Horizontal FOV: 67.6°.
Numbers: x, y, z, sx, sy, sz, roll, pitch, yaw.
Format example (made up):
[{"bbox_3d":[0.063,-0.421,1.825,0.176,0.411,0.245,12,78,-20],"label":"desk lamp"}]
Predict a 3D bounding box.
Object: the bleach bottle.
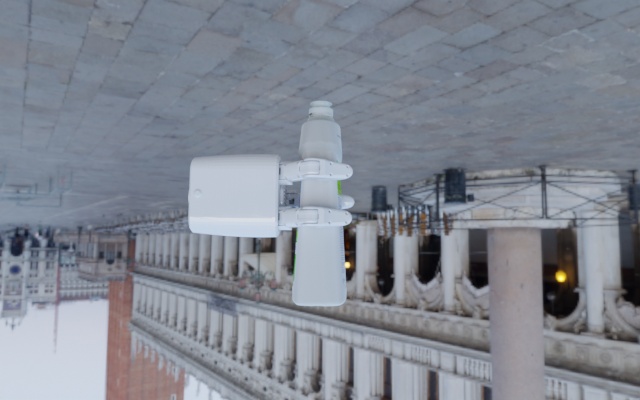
[{"bbox_3d":[0.000,0.002,0.607,0.068,0.251,0.102,0,-5,2],"label":"bleach bottle"}]
